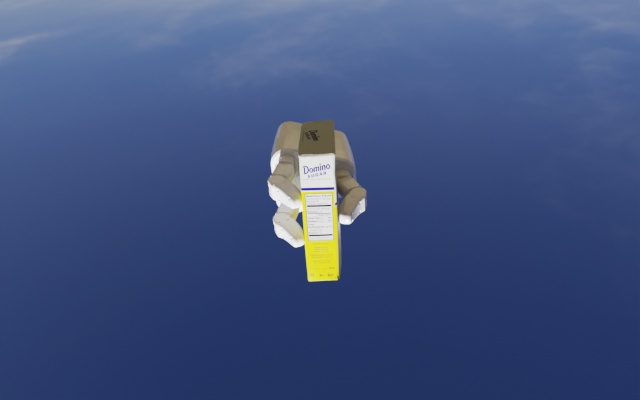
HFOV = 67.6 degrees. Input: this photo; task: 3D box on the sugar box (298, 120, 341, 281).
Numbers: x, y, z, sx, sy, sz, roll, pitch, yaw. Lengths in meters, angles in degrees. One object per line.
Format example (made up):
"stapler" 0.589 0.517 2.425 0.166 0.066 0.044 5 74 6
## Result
"sugar box" 0.000 0.002 0.578 0.048 0.176 0.093 -4 32 3
